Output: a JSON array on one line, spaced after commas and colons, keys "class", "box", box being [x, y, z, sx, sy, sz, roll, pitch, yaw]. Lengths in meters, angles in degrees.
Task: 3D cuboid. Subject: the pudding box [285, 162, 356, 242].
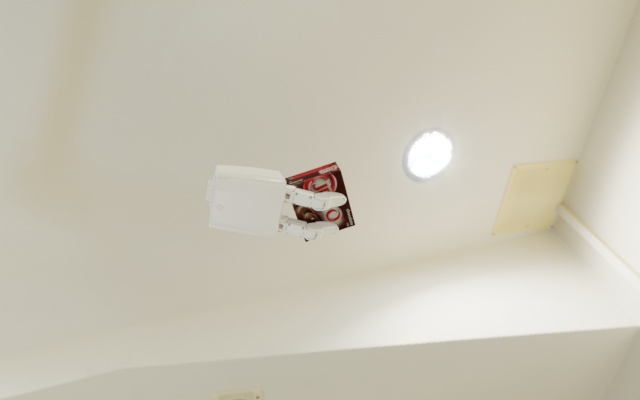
[{"class": "pudding box", "box": [0.000, 0.002, 0.782, 0.090, 0.114, 0.039, -18, 32, -2]}]
